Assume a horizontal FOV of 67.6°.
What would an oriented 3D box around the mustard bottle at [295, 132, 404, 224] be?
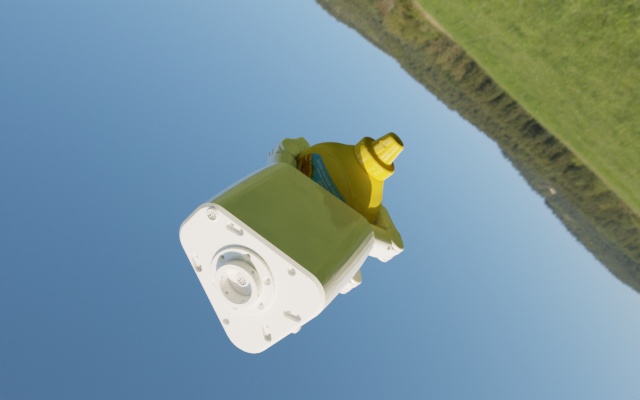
[{"bbox_3d":[0.000,0.002,0.451,0.192,0.096,0.058,-40,-25,29],"label":"mustard bottle"}]
